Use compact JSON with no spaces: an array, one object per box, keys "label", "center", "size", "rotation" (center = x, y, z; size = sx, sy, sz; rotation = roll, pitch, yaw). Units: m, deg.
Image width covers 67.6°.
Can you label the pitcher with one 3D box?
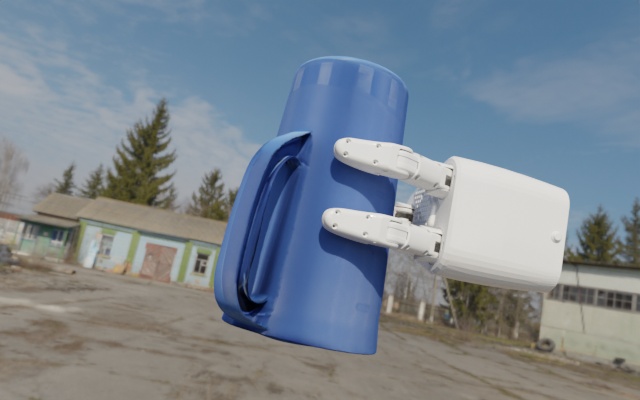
[{"label":"pitcher","center":[0.000,0.001,0.415],"size":[0.145,0.242,0.149],"rotation":[13,-10,-9]}]
